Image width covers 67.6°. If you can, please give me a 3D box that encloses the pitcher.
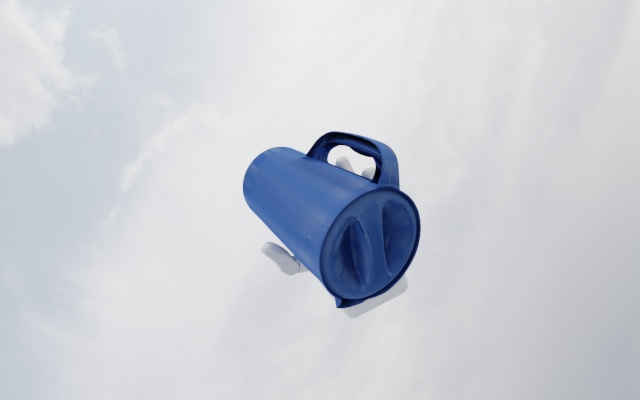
[{"bbox_3d":[0.000,0.002,0.590,0.149,0.145,0.242,-39,36,-13],"label":"pitcher"}]
